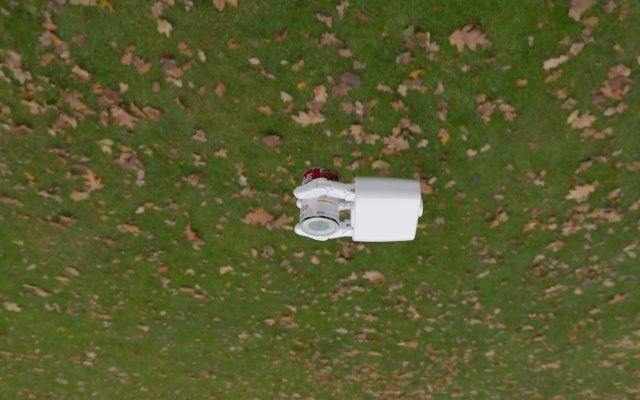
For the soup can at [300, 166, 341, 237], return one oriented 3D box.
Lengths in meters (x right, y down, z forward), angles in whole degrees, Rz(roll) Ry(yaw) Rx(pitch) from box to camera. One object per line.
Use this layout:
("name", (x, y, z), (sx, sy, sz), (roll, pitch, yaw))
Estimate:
("soup can", (0.000, 0.003, 0.814), (0.068, 0.102, 0.068), (2, -33, 1))
